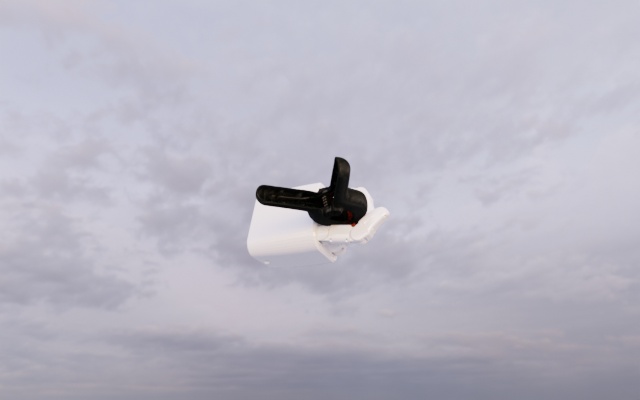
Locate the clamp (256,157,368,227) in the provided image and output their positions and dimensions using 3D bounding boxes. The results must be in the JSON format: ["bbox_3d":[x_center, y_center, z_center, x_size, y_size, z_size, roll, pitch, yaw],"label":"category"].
[{"bbox_3d":[0.000,0.001,0.604,0.120,0.039,0.171,-9,-26,18],"label":"clamp"}]
